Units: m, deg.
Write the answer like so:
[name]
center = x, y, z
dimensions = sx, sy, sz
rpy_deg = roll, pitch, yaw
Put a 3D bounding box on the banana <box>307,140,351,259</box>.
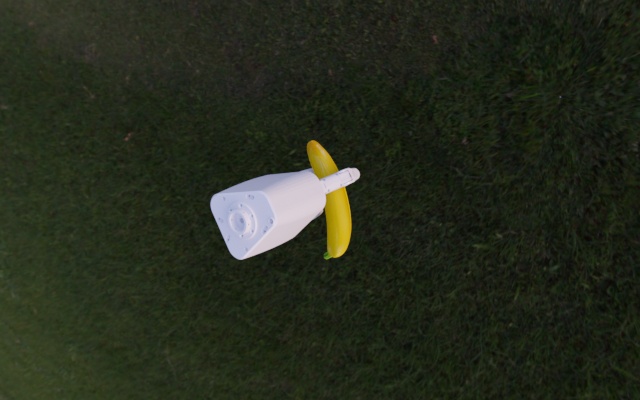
[banana]
center = 0.015, 0.008, 0.726
dimensions = 0.069, 0.198, 0.037
rpy_deg = 8, 22, 41
